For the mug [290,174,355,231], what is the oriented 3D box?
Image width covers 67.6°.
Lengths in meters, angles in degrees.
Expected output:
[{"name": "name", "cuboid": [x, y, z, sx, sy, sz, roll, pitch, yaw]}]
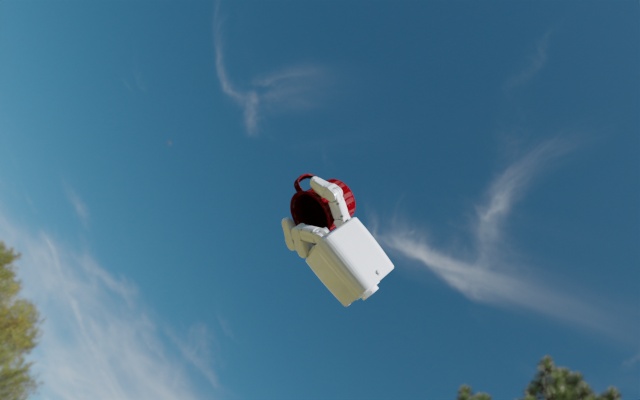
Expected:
[{"name": "mug", "cuboid": [-0.001, 0.002, 0.844, 0.081, 0.117, 0.093, -30, -12, -41]}]
